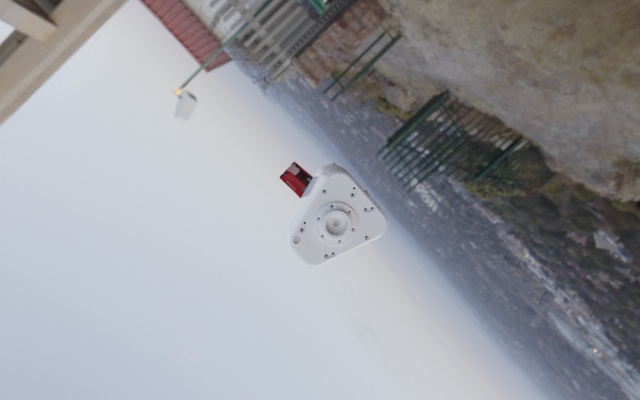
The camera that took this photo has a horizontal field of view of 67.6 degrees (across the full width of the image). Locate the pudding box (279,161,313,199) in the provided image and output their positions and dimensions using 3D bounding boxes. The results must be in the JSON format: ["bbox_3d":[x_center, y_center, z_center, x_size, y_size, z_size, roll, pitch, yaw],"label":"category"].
[{"bbox_3d":[0.000,0.002,0.695,0.113,0.039,0.090,47,-2,-36],"label":"pudding box"}]
